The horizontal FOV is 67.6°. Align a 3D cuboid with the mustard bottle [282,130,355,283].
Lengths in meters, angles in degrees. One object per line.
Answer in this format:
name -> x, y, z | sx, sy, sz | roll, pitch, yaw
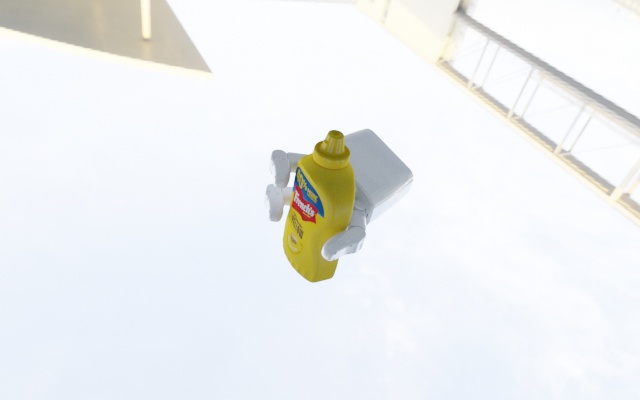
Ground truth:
mustard bottle -> 0.000, 0.002, 0.566 | 0.058, 0.192, 0.096 | -8, 43, -26
